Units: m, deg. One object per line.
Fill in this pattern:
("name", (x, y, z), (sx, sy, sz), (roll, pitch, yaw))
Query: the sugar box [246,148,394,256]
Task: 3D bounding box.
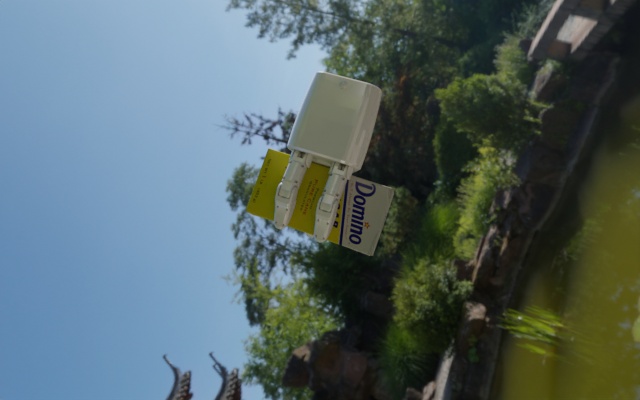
("sugar box", (0.000, 0.002, 0.634), (0.176, 0.093, 0.048), (18, -3, 12))
